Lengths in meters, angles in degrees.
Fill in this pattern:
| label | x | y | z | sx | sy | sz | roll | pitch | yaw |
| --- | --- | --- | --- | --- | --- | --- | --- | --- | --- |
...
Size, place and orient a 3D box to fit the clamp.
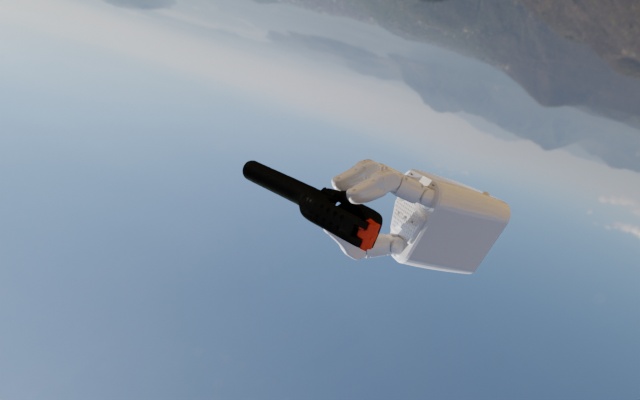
| label | x | y | z | sx | sy | sz | roll | pitch | yaw |
| --- | --- | --- | --- | --- | --- | --- | --- | --- | --- |
| clamp | 0.000 | 0.003 | 0.545 | 0.164 | 0.036 | 0.210 | 14 | 12 | -20 |
